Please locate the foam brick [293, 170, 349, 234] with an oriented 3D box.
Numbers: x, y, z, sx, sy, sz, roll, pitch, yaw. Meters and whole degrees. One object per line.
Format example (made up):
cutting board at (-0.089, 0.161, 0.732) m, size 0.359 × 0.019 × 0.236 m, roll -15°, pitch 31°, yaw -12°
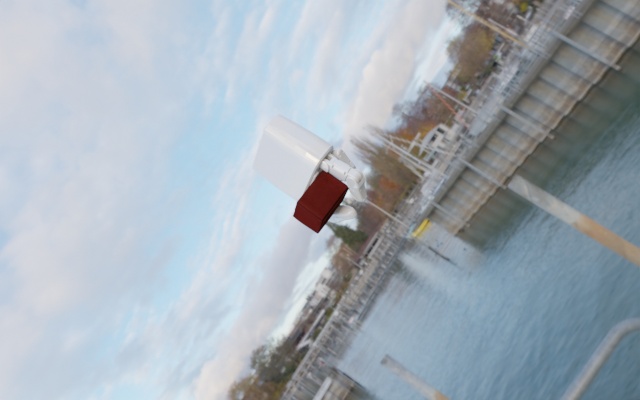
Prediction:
foam brick at (0.000, 0.003, 0.753) m, size 0.051 × 0.078 × 0.053 m, roll 34°, pitch -29°, yaw 7°
